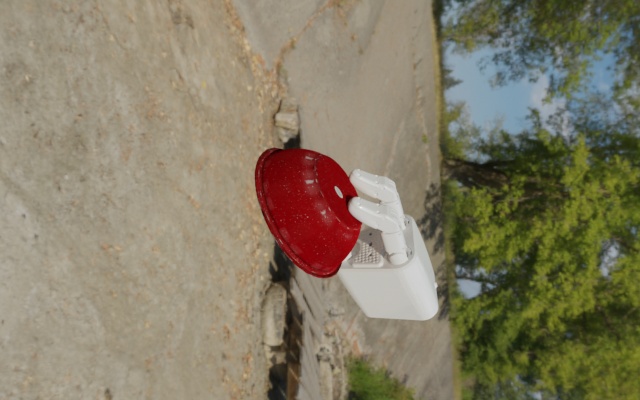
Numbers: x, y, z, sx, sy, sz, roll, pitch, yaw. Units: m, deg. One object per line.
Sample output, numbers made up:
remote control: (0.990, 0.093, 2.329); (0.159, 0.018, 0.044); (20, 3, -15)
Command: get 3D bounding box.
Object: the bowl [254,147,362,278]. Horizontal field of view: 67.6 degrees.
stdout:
bowl: (0.000, 0.001, 0.531); (0.055, 0.162, 0.162); (-28, -13, 25)
